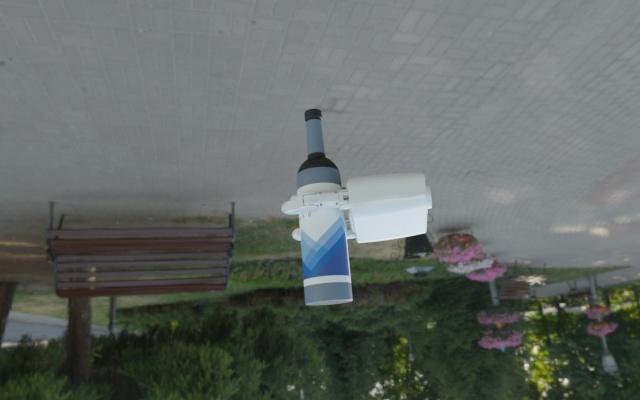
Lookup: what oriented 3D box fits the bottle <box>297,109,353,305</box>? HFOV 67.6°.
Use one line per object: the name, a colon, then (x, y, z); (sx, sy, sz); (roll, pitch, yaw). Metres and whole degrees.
bottle: (0.000, 0.003, 0.708); (0.069, 0.295, 0.069); (-4, -16, -1)
